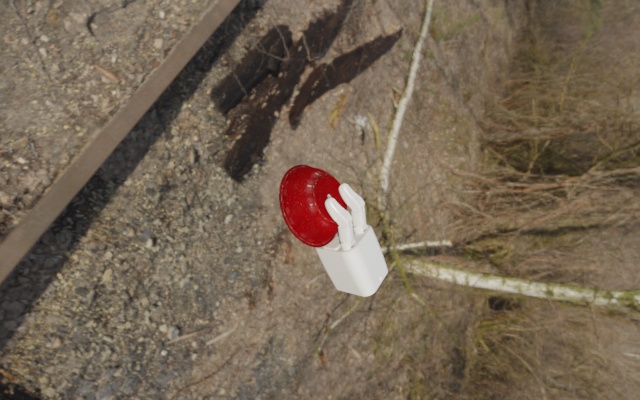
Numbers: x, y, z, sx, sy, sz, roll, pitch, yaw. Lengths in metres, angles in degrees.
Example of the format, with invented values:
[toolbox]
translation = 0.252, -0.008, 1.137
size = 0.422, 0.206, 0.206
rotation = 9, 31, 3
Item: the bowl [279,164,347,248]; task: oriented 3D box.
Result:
[bowl]
translation = 0.000, 0.002, 0.884
size = 0.055, 0.162, 0.162
rotation = -20, -13, 40
